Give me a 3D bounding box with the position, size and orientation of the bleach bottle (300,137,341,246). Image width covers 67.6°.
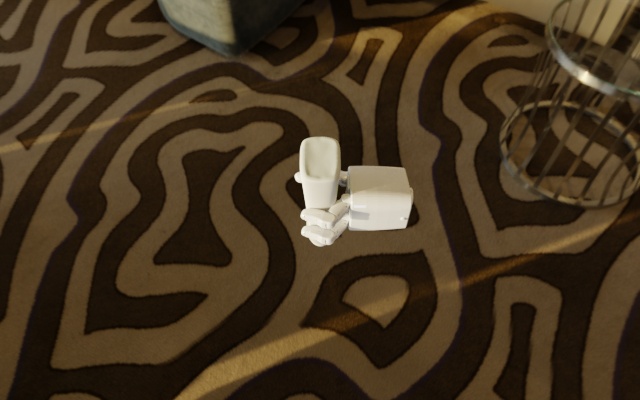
[{"bbox_3d":[0.000,0.003,0.883,0.068,0.102,0.251,0,-35,0],"label":"bleach bottle"}]
